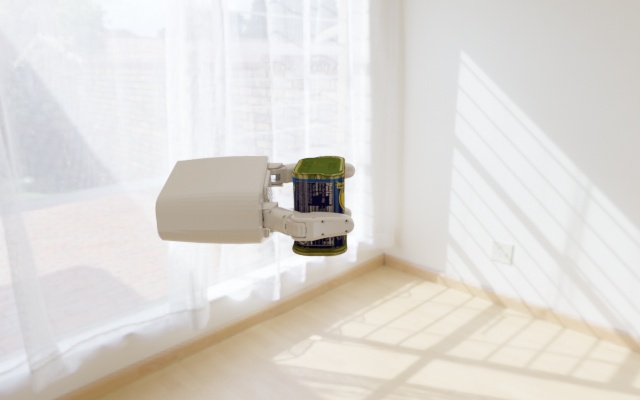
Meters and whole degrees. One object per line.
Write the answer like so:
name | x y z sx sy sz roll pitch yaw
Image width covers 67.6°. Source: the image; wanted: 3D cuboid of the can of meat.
can of meat | 0.000 0.001 0.507 0.057 0.084 0.102 0 16 3
